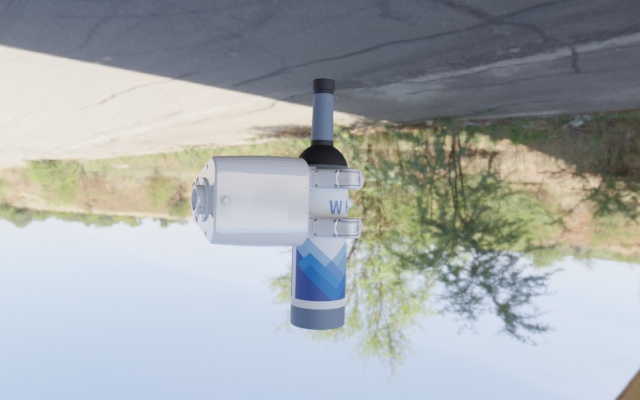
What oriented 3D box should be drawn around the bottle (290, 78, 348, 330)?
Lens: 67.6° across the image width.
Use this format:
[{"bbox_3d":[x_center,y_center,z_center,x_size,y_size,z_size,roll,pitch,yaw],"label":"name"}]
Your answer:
[{"bbox_3d":[0.000,0.002,0.580,0.069,0.295,0.069,2,0,0],"label":"bottle"}]
